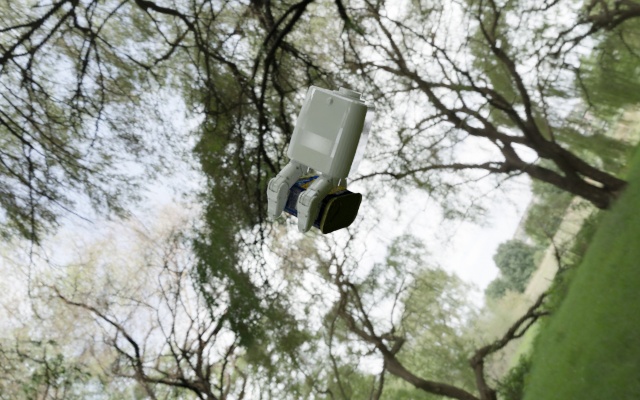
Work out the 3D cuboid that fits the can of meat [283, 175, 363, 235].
[{"bbox_3d":[0.000,0.002,0.710,0.084,0.057,0.102,26,20,26],"label":"can of meat"}]
